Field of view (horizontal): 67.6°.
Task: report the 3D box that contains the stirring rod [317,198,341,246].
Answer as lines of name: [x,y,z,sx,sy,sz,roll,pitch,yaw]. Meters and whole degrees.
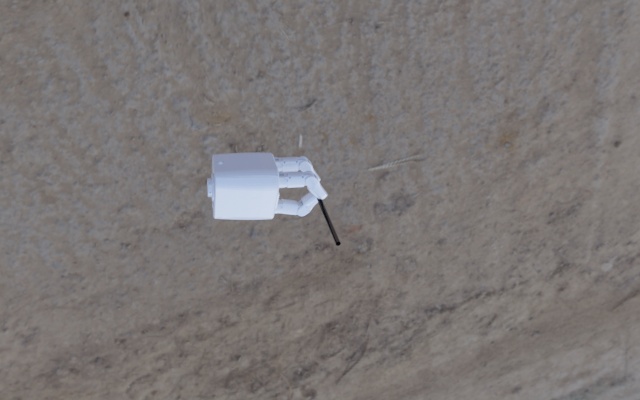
stirring rod: [0.000,0.003,0.838,0.011,0.011,0.239,0,32,-16]
